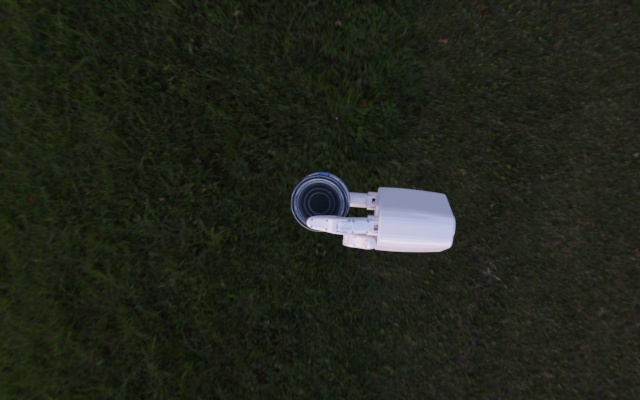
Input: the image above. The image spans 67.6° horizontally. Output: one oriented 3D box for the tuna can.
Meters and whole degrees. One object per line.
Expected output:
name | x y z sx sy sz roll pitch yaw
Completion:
tuna can | 0.000 0.002 0.702 0.086 0.086 0.033 0 10 8
